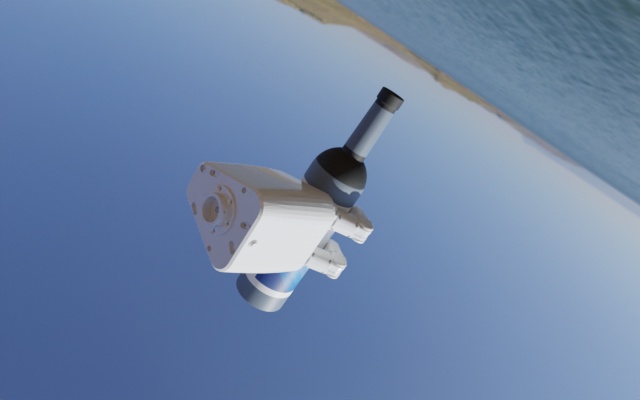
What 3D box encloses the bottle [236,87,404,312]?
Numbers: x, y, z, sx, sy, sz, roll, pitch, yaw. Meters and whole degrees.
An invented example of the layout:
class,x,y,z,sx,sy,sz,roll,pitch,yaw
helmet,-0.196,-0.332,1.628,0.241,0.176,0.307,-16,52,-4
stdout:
class,x,y,z,sx,sy,sz,roll,pitch,yaw
bottle,0.000,0.002,0.553,0.069,0.296,0.069,29,21,-12
